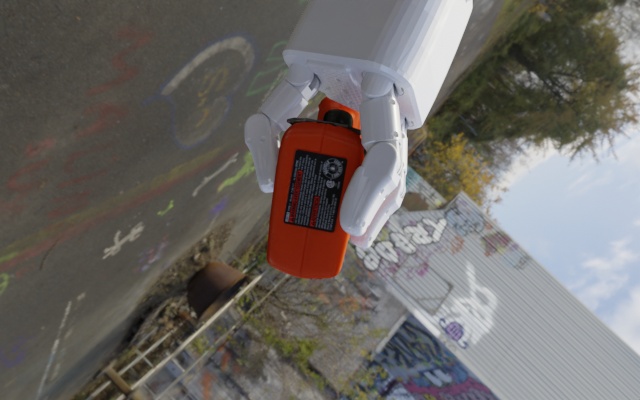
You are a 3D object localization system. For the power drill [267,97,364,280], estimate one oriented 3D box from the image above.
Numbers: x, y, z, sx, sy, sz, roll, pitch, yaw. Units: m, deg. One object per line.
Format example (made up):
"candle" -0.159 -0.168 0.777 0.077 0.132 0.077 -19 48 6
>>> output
"power drill" 0.000 0.001 0.405 0.057 0.184 0.187 8 10 3
